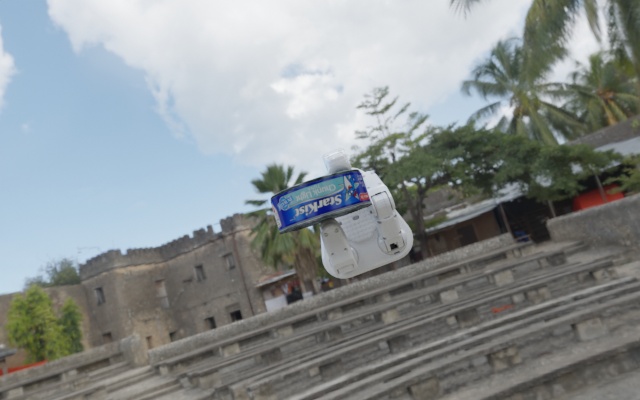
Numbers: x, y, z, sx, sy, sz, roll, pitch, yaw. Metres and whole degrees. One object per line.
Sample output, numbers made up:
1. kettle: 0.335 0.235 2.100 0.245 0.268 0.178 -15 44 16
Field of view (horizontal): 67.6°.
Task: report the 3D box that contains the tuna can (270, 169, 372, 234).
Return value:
1. tuna can: 0.000 0.001 0.423 0.086 0.034 0.086 -18 -5 -1
